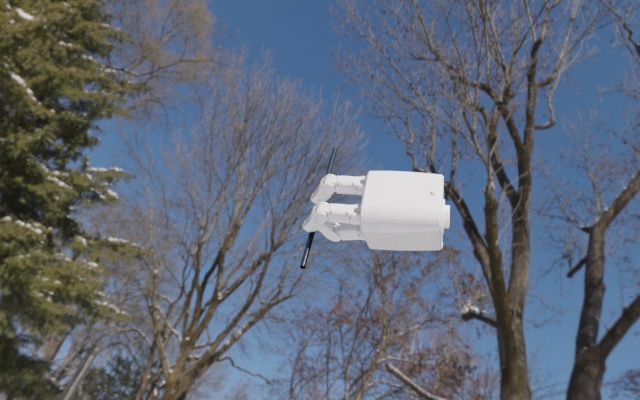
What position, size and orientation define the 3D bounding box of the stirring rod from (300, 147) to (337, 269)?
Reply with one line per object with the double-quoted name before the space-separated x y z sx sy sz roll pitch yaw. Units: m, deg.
"stirring rod" 0.000 0.003 0.731 0.011 0.239 0.011 9 -40 8
